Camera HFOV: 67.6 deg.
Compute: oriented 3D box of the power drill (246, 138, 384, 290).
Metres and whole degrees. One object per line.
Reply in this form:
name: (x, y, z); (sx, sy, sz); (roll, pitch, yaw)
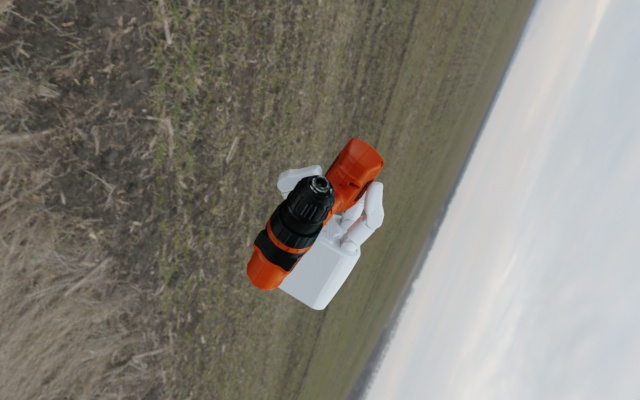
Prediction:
power drill: (0.000, 0.002, 0.542); (0.187, 0.057, 0.184); (-43, -7, -43)
